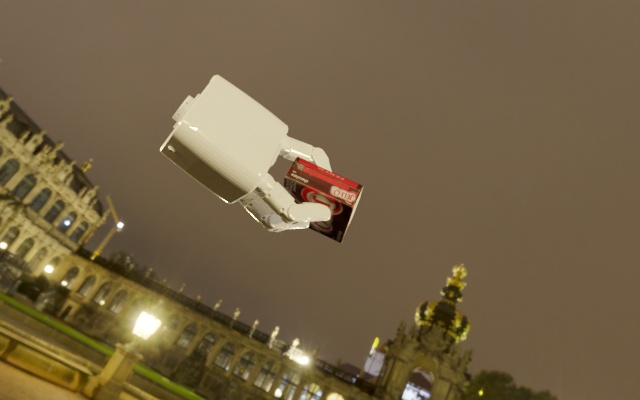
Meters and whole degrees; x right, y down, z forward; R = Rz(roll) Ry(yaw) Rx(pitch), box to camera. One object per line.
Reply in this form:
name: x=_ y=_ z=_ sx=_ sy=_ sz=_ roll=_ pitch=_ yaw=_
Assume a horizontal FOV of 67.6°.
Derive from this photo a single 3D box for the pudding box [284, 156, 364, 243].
pudding box: x=0.000 y=0.002 z=0.606 sx=0.090 sy=0.039 sz=0.113 roll=25 pitch=-24 yaw=8
